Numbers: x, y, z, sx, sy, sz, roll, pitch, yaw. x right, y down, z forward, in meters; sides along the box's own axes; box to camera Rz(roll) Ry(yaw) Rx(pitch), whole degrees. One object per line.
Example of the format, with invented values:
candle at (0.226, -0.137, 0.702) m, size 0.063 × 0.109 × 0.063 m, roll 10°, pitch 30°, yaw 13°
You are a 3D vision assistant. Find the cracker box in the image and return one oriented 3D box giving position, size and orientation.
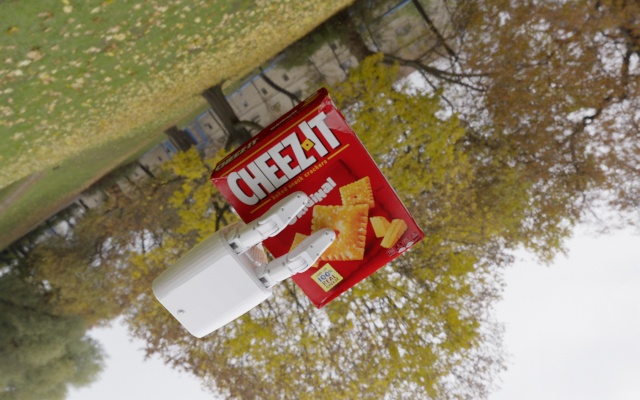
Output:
cracker box at (0.000, 0.002, 0.576) m, size 0.164 × 0.214 × 0.072 m, roll -34°, pitch 19°, yaw 8°
